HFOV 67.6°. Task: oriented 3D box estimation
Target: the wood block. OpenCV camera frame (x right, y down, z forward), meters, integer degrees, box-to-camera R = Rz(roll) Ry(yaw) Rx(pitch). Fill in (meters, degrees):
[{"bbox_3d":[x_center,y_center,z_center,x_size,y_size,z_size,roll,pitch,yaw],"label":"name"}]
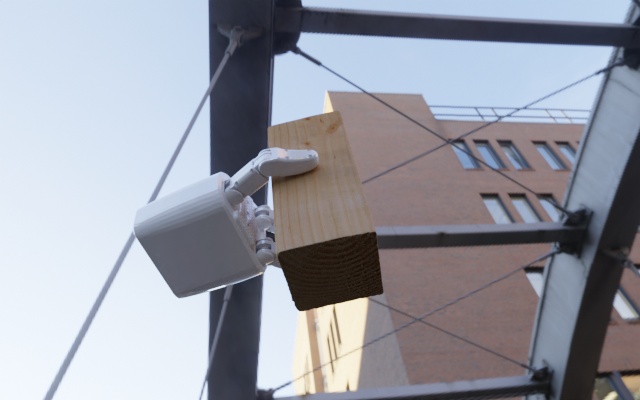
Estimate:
[{"bbox_3d":[0.000,0.001,0.512,0.090,0.091,0.206,-12,41,1],"label":"wood block"}]
